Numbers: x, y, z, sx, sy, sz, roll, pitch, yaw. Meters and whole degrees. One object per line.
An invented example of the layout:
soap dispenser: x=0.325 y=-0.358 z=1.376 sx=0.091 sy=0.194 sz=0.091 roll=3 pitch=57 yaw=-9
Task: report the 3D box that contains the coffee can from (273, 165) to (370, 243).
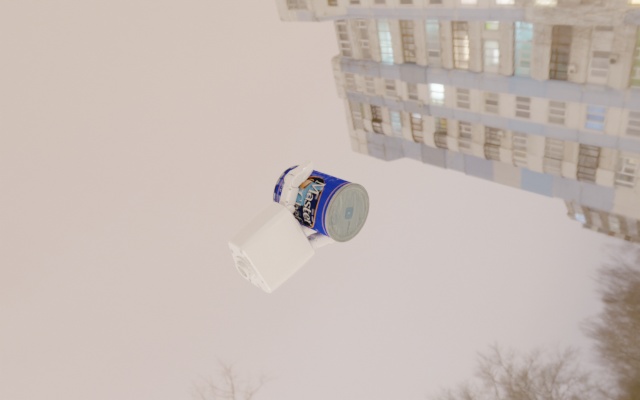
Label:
coffee can: x=0.000 y=0.003 z=0.839 sx=0.140 sy=0.103 sz=0.103 roll=21 pitch=15 yaw=42
